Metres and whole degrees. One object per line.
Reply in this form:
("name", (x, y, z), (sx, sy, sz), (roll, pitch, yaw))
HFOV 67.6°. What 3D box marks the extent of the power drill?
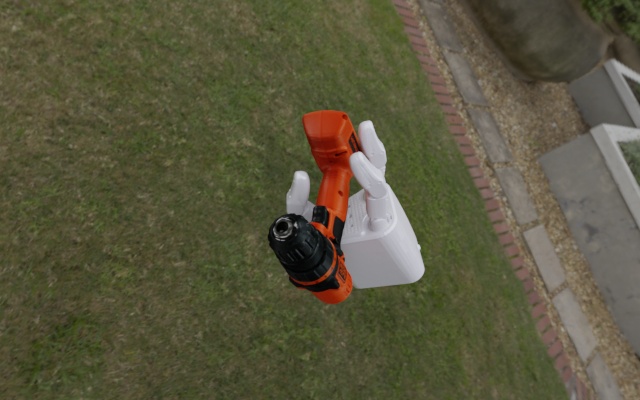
("power drill", (0.000, 0.001, 0.506), (0.057, 0.187, 0.184), (2, -26, 16))
